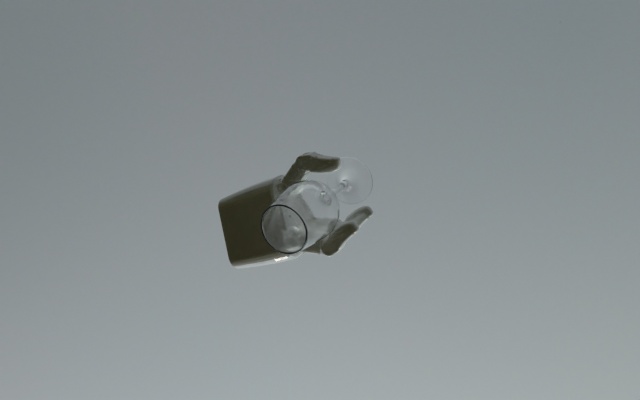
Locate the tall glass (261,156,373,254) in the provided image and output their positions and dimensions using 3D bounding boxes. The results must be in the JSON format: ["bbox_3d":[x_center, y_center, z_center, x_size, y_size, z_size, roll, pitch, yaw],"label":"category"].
[{"bbox_3d":[0.000,0.002,0.628,0.079,0.079,0.201,0,18,27],"label":"tall glass"}]
